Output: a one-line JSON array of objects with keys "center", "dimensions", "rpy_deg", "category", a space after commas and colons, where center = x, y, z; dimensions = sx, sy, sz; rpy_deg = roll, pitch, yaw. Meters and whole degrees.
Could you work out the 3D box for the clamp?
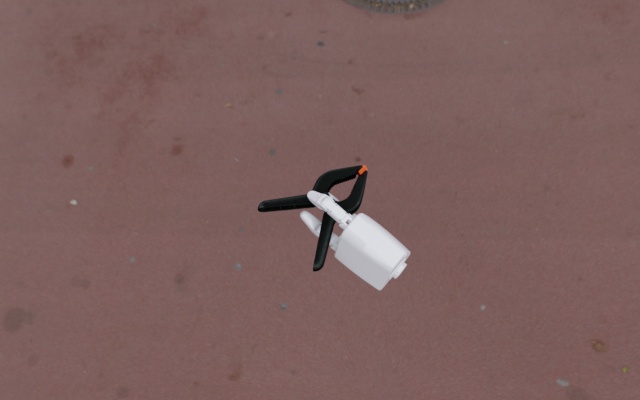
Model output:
[{"center": [0.001, 0.002, 0.878], "dimensions": [0.164, 0.210, 0.036], "rpy_deg": [39, -13, 12], "category": "clamp"}]
